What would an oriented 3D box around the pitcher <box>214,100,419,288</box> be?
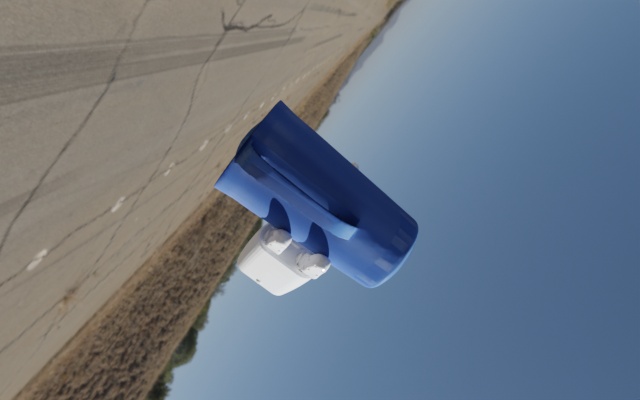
[{"bbox_3d":[0.000,0.002,0.588,0.243,0.149,0.145,37,-39,-8],"label":"pitcher"}]
